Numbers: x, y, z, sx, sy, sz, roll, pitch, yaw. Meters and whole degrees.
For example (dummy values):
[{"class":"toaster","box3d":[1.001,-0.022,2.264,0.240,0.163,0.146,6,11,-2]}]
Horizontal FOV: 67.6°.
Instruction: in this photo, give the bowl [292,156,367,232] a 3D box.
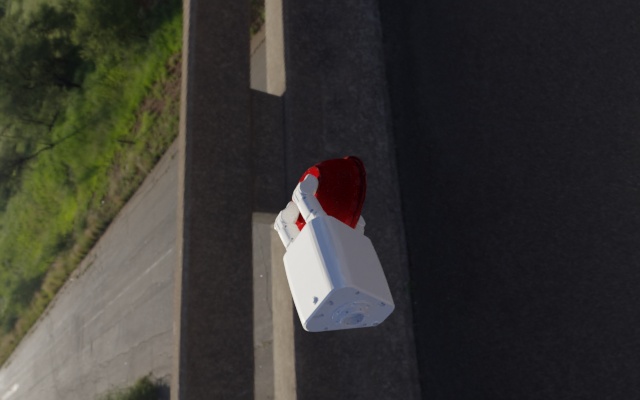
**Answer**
[{"class":"bowl","box3d":[-0.001,0.002,0.695,0.055,0.162,0.162,20,-8,-23]}]
